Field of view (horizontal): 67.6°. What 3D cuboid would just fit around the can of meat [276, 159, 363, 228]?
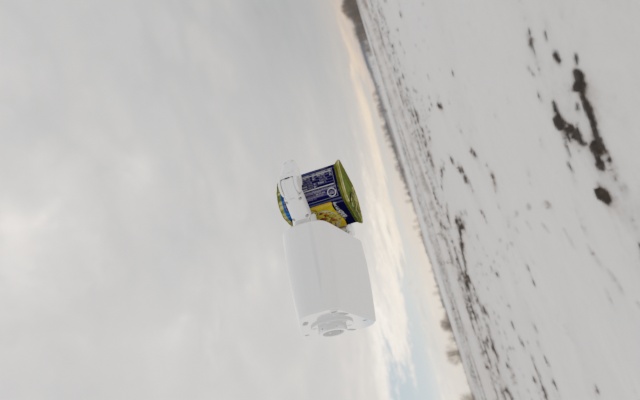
[{"bbox_3d":[0.000,0.002,0.604,0.084,0.057,0.102,-17,-28,10],"label":"can of meat"}]
